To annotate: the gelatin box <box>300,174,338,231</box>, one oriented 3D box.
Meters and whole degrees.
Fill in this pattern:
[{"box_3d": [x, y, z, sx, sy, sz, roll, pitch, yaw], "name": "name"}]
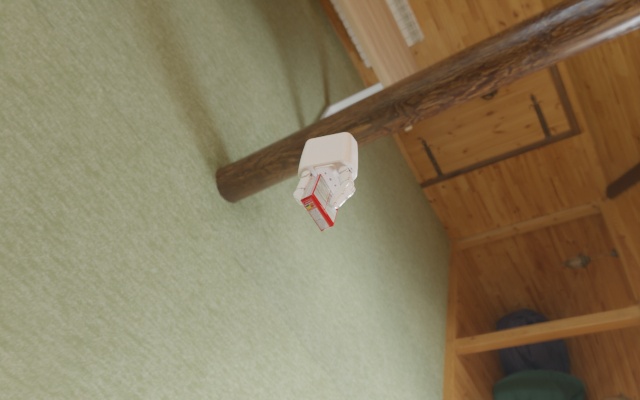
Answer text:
[{"box_3d": [0.000, 0.003, 0.886, 0.030, 0.073, 0.089, -25, 22, 22], "name": "gelatin box"}]
